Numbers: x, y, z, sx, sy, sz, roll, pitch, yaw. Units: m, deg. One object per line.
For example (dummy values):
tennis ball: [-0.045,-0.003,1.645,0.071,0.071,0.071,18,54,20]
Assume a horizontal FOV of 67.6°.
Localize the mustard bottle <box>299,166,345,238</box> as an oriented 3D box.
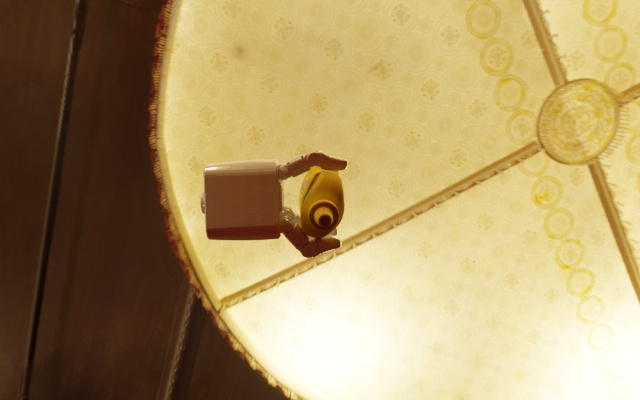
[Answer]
mustard bottle: [0.000,0.002,0.700,0.058,0.096,0.191,20,12,-7]
